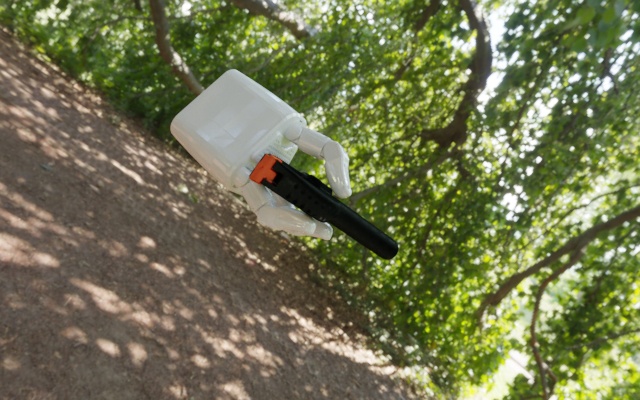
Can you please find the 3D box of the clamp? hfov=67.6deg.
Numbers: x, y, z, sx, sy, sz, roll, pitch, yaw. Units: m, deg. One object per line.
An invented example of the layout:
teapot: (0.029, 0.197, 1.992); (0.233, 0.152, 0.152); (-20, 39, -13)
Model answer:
clamp: (0.000, 0.001, 0.499); (0.164, 0.036, 0.210); (37, 4, 22)
